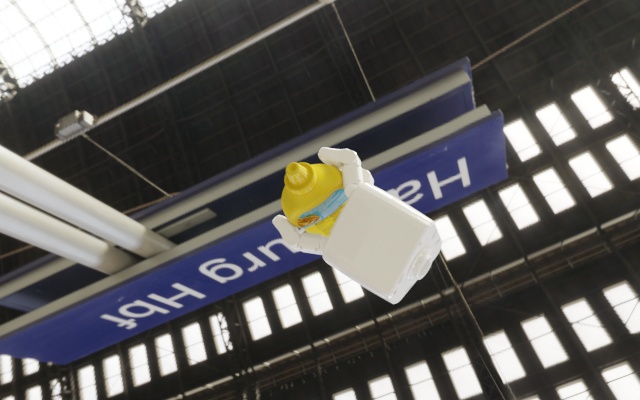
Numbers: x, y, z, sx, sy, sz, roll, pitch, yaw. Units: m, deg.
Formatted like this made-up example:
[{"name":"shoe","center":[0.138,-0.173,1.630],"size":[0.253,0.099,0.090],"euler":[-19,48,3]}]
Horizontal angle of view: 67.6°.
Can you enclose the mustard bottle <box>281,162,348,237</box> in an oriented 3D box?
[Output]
[{"name":"mustard bottle","center":[0.000,0.002,0.654],"size":[0.096,0.058,0.192],"euler":[-34,-33,4]}]
